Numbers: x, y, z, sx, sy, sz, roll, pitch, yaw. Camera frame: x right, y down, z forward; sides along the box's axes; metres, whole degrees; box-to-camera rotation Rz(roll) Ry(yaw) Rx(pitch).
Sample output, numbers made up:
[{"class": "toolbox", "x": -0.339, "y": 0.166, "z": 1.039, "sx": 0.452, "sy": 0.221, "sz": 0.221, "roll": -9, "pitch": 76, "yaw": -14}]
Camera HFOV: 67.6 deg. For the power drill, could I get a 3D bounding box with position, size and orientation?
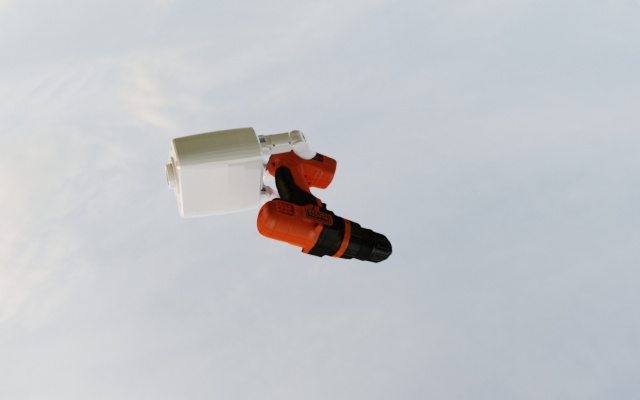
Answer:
[{"class": "power drill", "x": 0.000, "y": 0.002, "z": 0.653, "sx": 0.184, "sy": 0.057, "sz": 0.187, "roll": 18, "pitch": 30, "yaw": -22}]
